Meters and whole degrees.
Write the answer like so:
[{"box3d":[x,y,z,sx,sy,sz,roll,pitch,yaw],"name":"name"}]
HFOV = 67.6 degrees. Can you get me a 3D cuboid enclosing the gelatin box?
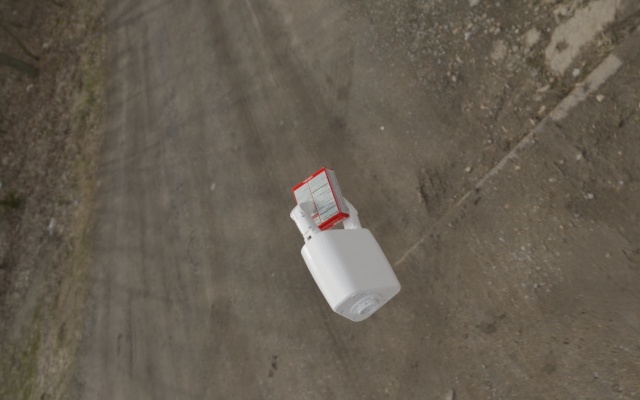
[{"box3d":[0.000,0.002,0.770,0.073,0.089,0.030,-33,-27,29],"name":"gelatin box"}]
